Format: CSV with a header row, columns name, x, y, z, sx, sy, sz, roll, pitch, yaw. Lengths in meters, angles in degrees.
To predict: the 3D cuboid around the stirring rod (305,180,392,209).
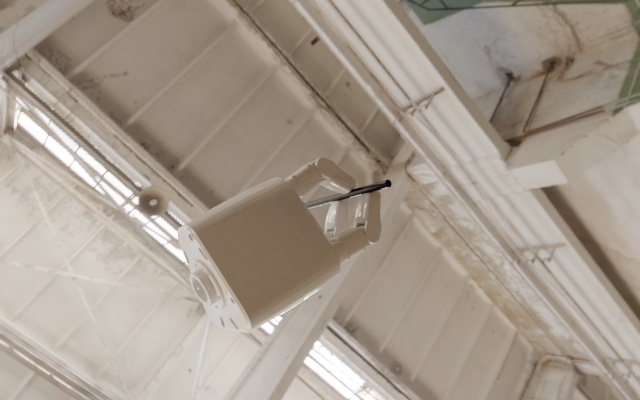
name,x,y,z,sx,sy,sz,roll,pitch,yaw
stirring rod,0.000,0.002,0.563,0.011,0.011,0.239,0,-9,-34
